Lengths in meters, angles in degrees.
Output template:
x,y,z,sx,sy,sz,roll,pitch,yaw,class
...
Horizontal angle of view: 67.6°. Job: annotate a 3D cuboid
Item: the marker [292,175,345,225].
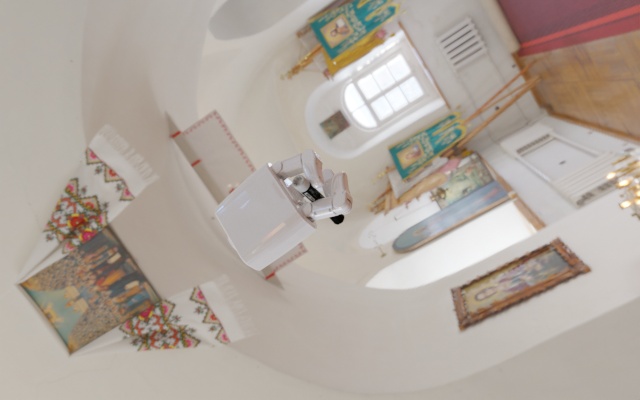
x,y,z,sx,sy,sz,roll,pitch,yaw,class
0.000,0.002,0.660,0.020,0.020,0.121,0,-27,33,marker
